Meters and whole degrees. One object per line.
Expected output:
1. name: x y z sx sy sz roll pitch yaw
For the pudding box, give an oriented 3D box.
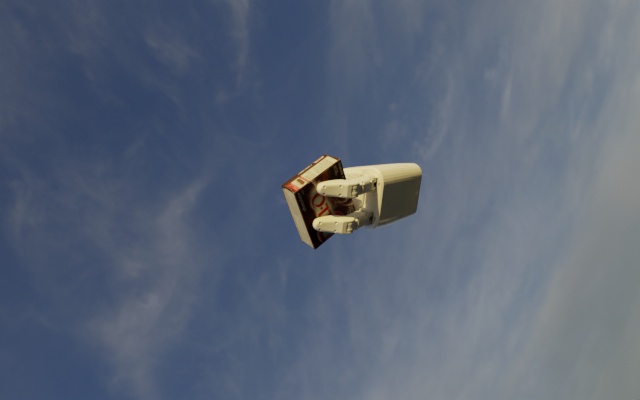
1. pudding box: 0.000 0.002 0.703 0.090 0.114 0.039 -38 39 -24
